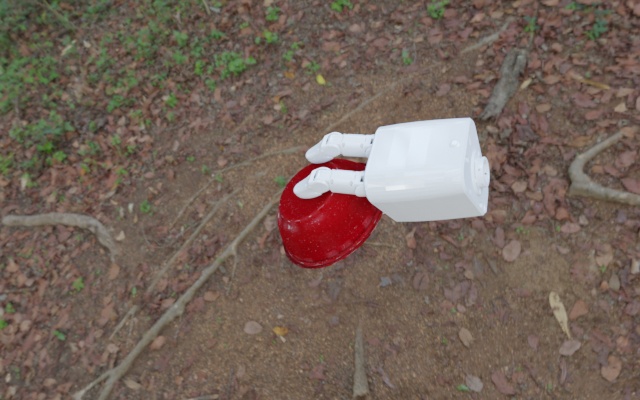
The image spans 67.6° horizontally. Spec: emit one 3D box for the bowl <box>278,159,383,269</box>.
[{"bbox_3d":[-0.001,0.002,0.598,0.162,0.162,0.055,0,-34,45],"label":"bowl"}]
